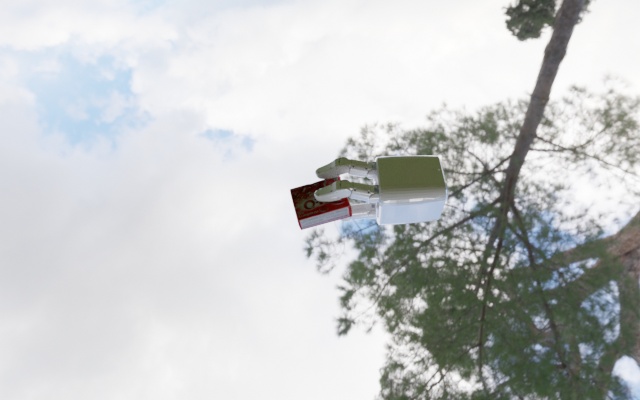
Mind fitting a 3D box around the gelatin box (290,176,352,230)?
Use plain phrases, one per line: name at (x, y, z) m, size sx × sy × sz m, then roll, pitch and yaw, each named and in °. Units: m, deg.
gelatin box at (0.000, 0.003, 0.784) m, size 0.089 × 0.073 × 0.030 m, roll -16°, pitch -42°, yaw -2°
